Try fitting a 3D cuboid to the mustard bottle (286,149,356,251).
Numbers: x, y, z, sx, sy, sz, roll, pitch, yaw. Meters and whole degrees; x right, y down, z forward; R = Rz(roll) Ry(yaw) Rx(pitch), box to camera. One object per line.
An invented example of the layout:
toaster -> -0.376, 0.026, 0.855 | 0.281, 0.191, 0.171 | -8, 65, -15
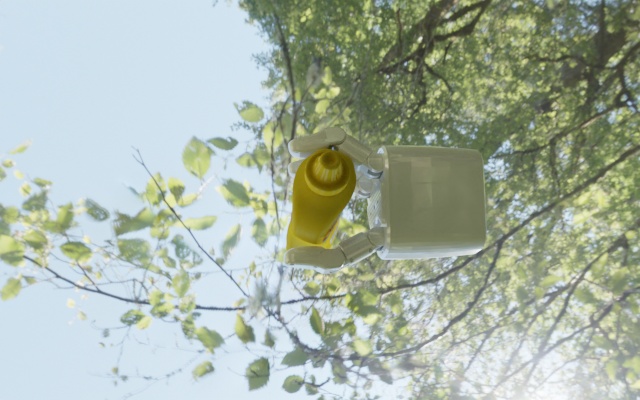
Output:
mustard bottle -> 0.000, 0.002, 0.495 | 0.058, 0.096, 0.192 | 23, -22, 3
